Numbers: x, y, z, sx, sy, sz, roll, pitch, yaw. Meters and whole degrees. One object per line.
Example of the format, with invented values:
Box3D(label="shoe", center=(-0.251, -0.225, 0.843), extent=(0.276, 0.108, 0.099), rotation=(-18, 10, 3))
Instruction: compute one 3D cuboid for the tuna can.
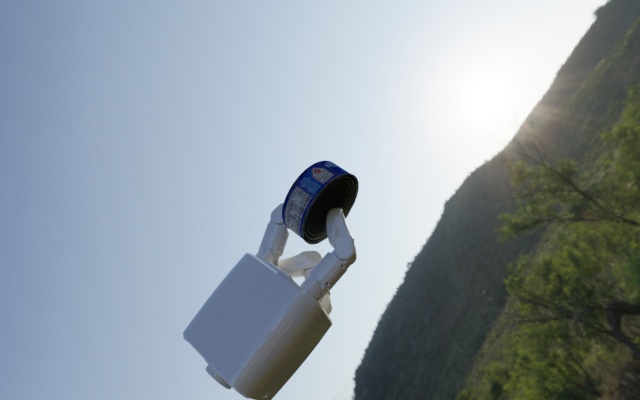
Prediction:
Box3D(label="tuna can", center=(0.000, 0.001, 0.501), extent=(0.033, 0.086, 0.086), rotation=(35, 18, 27))
